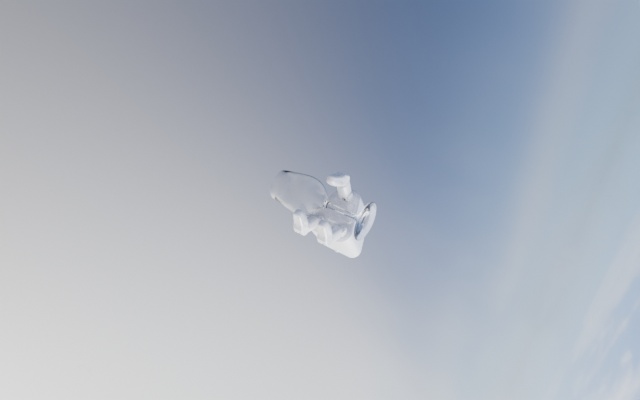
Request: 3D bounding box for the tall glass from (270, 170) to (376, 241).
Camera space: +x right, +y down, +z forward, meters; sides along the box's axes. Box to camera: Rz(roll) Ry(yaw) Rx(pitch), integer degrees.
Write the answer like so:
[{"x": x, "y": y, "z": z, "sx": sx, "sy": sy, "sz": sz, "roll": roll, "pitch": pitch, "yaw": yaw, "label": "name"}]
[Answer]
[{"x": 0.001, "y": 0.003, "z": 0.899, "sx": 0.201, "sy": 0.079, "sz": 0.079, "roll": 23, "pitch": 11, "yaw": 27, "label": "tall glass"}]
